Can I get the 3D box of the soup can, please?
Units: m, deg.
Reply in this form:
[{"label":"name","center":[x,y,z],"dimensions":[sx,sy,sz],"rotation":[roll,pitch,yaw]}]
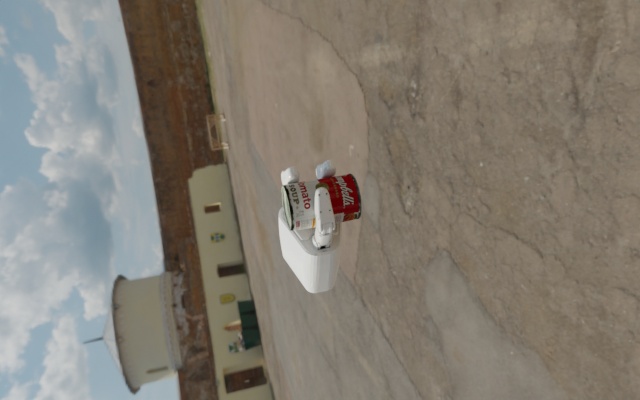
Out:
[{"label":"soup can","center":[0.000,0.002,0.684],"dimensions":[0.102,0.068,0.068],"rotation":[-10,2,-12]}]
